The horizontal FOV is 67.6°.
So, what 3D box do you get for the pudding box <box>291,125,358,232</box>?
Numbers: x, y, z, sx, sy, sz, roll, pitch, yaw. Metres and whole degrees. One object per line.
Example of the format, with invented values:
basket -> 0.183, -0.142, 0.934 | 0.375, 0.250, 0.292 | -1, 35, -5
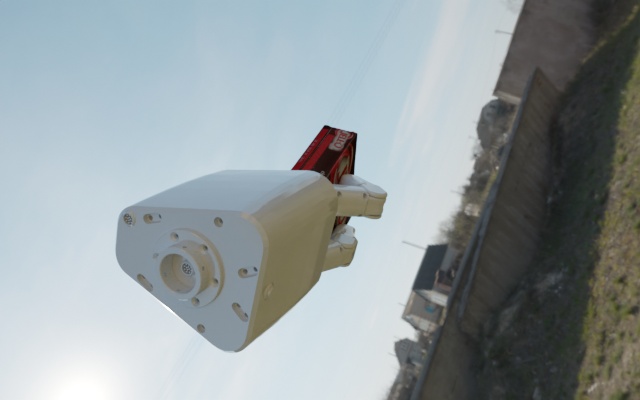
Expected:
pudding box -> 0.000, 0.001, 0.440 | 0.039, 0.114, 0.090 | 20, 48, 16
